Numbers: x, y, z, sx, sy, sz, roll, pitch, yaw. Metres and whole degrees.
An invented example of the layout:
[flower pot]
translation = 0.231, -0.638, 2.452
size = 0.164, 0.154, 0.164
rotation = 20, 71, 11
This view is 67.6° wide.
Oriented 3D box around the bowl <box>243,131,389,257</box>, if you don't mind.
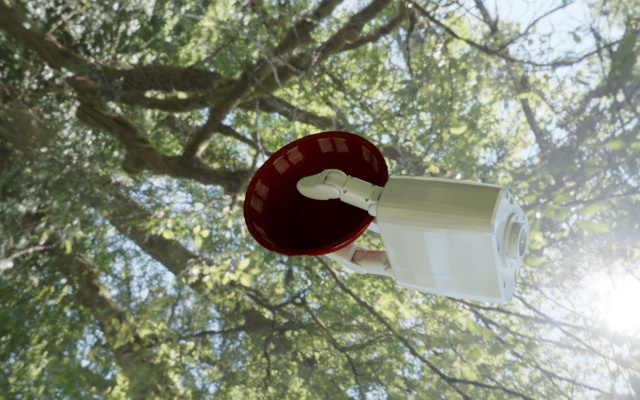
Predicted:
[bowl]
translation = -0.001, 0.001, 0.521
size = 0.162, 0.162, 0.055
rotation = 0, -35, 22
